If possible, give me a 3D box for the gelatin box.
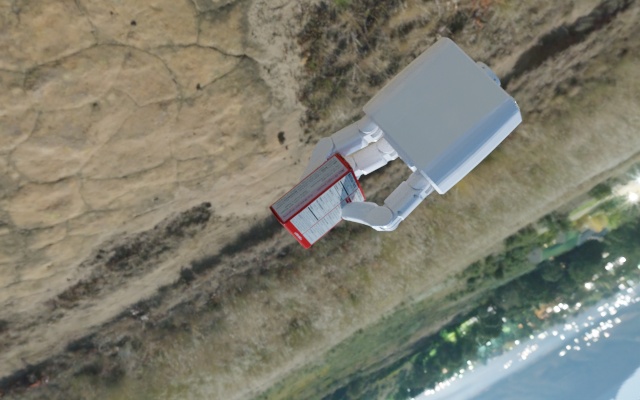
[{"bbox_3d":[0.000,0.002,0.494,0.089,0.030,0.073,-40,-29,-3],"label":"gelatin box"}]
